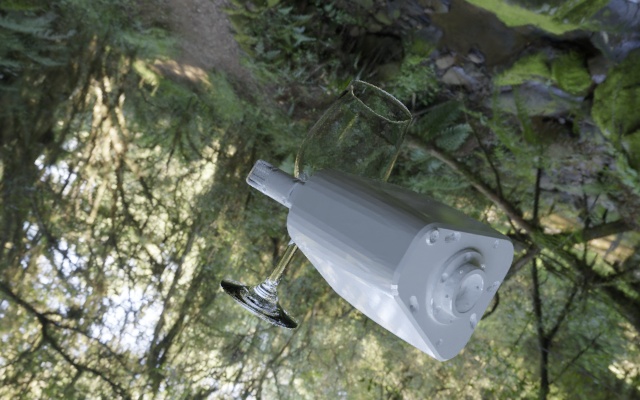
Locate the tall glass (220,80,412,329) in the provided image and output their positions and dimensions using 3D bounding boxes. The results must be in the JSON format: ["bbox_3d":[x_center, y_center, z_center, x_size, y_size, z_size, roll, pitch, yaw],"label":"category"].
[{"bbox_3d":[0.000,0.002,0.401,0.079,0.201,0.079,31,-2,2],"label":"tall glass"}]
